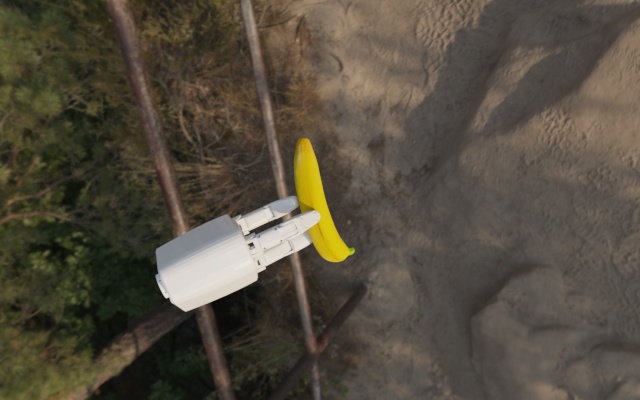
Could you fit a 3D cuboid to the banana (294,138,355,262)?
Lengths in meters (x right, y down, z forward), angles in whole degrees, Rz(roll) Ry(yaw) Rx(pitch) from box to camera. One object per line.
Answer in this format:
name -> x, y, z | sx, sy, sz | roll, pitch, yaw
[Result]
banana -> -0.002, 0.014, 0.651 | 0.037, 0.198, 0.069 | -13, 27, 17
